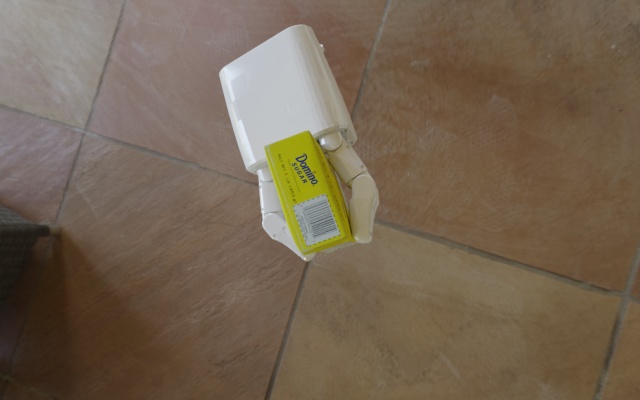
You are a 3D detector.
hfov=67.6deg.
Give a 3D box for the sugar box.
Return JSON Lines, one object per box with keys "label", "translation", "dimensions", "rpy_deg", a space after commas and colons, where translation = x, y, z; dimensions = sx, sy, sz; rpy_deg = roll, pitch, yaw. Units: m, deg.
{"label": "sugar box", "translation": [0.001, 0.001, 0.454], "dimensions": [0.048, 0.093, 0.176], "rpy_deg": [-20, -7, 8]}
